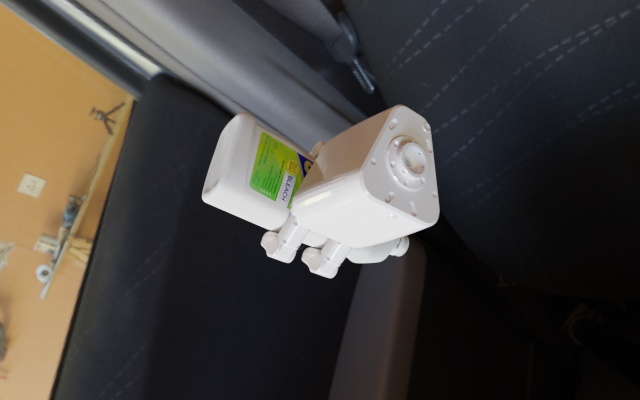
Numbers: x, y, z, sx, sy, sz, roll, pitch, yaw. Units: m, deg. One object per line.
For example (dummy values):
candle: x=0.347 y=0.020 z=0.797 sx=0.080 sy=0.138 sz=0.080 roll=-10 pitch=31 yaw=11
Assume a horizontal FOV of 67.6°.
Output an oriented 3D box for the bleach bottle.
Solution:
bleach bottle: x=0.000 y=0.002 z=0.542 sx=0.251 sy=0.102 sz=0.068 roll=24 pitch=-26 yaw=-26
